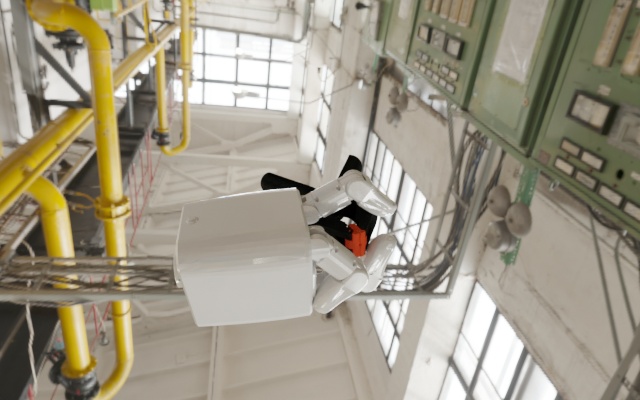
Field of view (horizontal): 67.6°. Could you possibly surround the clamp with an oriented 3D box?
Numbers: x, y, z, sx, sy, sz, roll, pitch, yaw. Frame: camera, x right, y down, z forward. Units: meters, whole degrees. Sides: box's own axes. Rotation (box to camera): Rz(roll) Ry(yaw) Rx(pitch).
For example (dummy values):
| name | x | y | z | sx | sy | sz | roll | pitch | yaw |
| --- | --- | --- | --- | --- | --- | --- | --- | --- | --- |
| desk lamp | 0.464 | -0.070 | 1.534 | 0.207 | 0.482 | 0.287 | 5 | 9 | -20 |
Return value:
| name | x | y | z | sx | sy | sz | roll | pitch | yaw |
| --- | --- | --- | --- | --- | --- | --- | --- | --- | --- |
| clamp | 0.000 | 0.002 | 0.500 | 0.120 | 0.039 | 0.171 | -14 | 29 | -2 |
